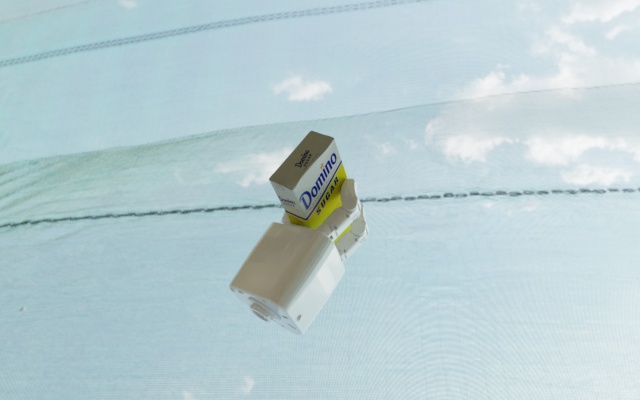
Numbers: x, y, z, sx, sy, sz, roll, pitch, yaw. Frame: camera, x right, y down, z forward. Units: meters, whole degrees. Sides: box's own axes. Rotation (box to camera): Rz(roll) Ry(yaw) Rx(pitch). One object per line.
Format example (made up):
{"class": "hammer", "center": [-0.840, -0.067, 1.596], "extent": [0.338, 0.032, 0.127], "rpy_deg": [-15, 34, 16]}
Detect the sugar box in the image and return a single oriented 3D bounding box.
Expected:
{"class": "sugar box", "center": [0.000, 0.002, 0.646], "extent": [0.048, 0.093, 0.176], "rpy_deg": [23, -27, 31]}
